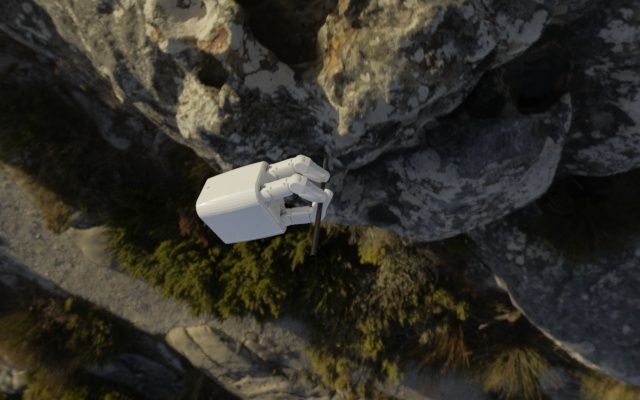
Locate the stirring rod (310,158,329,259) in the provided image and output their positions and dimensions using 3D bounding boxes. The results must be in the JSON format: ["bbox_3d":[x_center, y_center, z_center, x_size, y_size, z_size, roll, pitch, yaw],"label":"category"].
[{"bbox_3d":[0.000,0.002,0.711,0.011,0.011,0.239,0,36,6],"label":"stirring rod"}]
